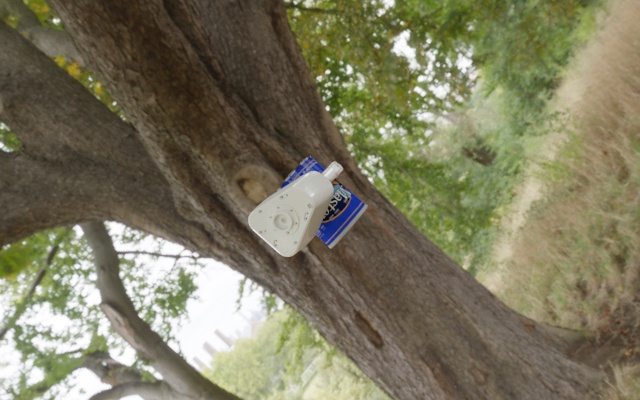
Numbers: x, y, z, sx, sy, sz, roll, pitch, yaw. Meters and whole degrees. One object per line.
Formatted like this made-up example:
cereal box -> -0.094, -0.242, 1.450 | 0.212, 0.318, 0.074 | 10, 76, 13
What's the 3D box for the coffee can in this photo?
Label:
coffee can -> 0.000, 0.003, 0.864 | 0.140, 0.103, 0.103 | 41, 2, 2
